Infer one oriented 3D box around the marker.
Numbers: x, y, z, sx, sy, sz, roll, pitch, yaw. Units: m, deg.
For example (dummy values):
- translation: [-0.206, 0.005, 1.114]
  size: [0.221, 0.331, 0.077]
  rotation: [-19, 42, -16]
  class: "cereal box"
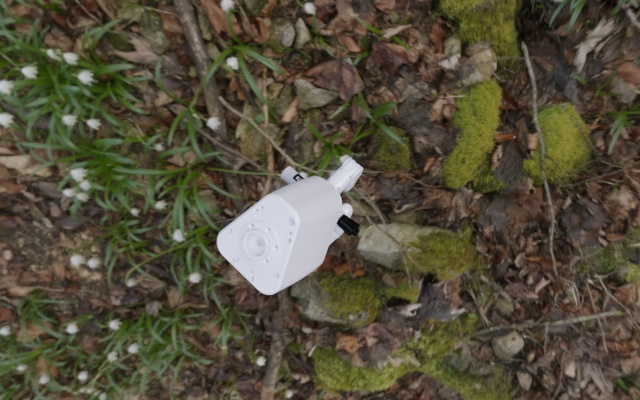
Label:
- translation: [0.000, 0.002, 0.591]
  size: [0.121, 0.020, 0.020]
  rotation: [41, 11, 13]
  class: "marker"
